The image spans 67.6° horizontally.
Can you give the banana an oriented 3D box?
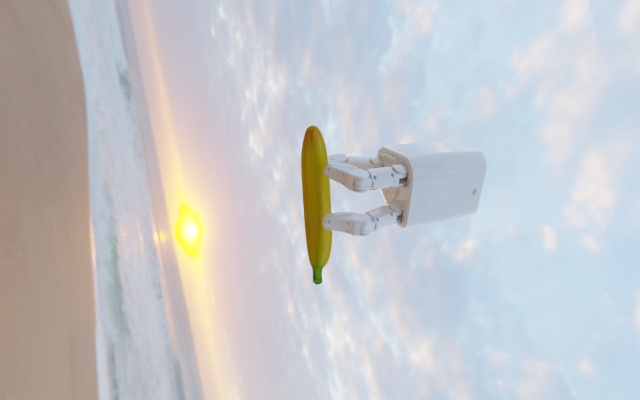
[{"bbox_3d":[-0.003,0.003,0.615,0.037,0.198,0.069,-5,9,-9],"label":"banana"}]
